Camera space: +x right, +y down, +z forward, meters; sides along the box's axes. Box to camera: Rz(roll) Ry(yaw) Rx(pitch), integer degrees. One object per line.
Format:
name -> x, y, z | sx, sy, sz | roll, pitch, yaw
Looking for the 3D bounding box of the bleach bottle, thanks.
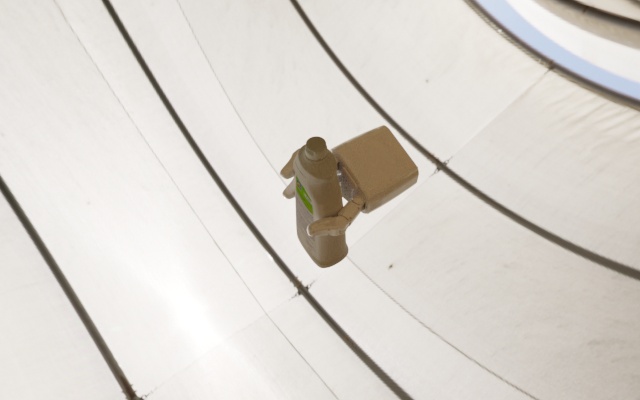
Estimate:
bleach bottle -> 0.000, 0.002, 0.745 | 0.068, 0.102, 0.251 | -29, -31, -19
